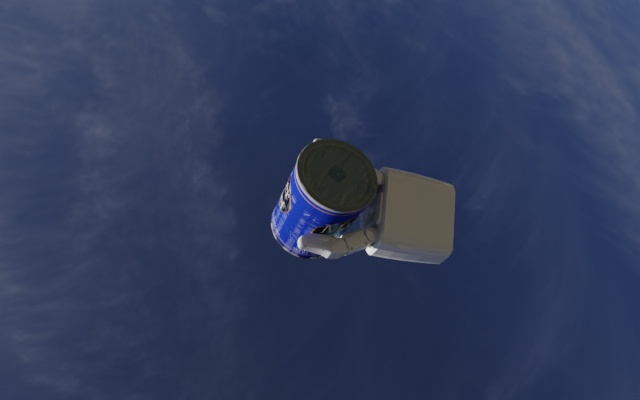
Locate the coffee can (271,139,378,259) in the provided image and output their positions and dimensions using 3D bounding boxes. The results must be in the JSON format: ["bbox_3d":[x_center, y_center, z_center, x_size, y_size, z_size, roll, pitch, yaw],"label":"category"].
[{"bbox_3d":[0.000,0.002,0.625,0.103,0.102,0.140,0,-30,-20],"label":"coffee can"}]
